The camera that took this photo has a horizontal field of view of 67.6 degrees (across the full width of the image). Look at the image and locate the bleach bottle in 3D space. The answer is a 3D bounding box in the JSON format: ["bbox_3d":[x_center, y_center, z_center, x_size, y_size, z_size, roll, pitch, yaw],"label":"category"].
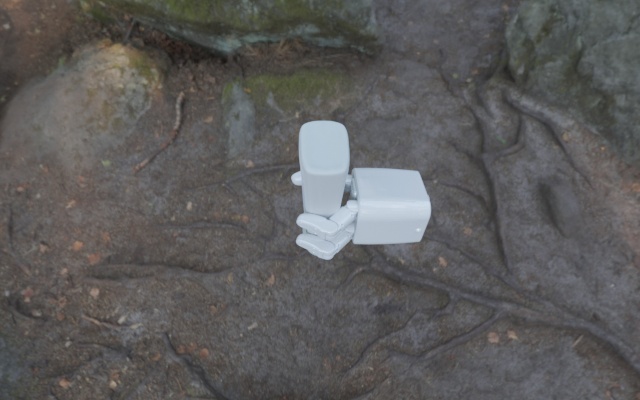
[{"bbox_3d":[0.000,0.002,0.734,0.068,0.102,0.251,0,-36,-3],"label":"bleach bottle"}]
